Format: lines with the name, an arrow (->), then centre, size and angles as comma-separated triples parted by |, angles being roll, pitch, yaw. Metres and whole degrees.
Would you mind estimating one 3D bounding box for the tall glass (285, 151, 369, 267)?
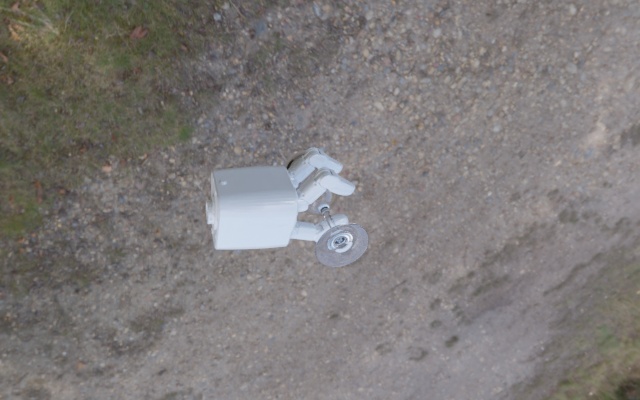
tall glass -> 0.000, 0.003, 0.701 | 0.079, 0.079, 0.201 | 0, 35, -20
